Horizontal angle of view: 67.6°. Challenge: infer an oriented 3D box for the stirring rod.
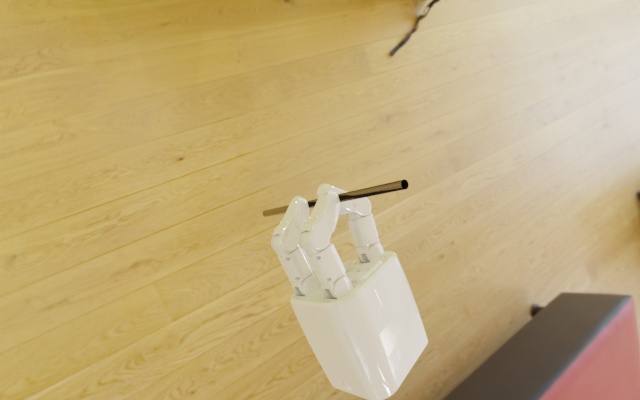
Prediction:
[{"bbox_3d":[0.000,0.002,0.474,0.011,0.011,0.239,0,-7,-34],"label":"stirring rod"}]
